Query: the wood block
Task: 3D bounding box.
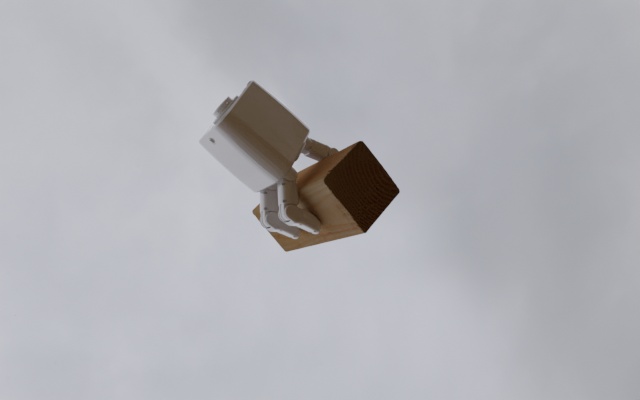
[{"bbox_3d":[0.000,0.002,0.684,0.090,0.090,0.206,-47,15,-31],"label":"wood block"}]
